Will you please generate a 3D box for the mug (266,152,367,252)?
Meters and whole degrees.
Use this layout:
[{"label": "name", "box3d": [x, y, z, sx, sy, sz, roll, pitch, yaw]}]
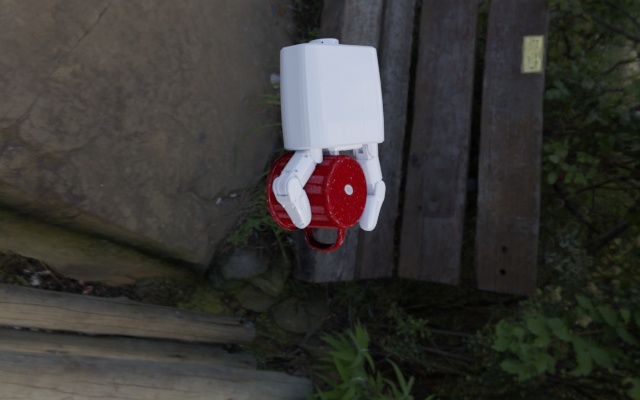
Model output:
[{"label": "mug", "box3d": [0.000, 0.003, 0.543, 0.081, 0.117, 0.093, 2, 11, 38]}]
